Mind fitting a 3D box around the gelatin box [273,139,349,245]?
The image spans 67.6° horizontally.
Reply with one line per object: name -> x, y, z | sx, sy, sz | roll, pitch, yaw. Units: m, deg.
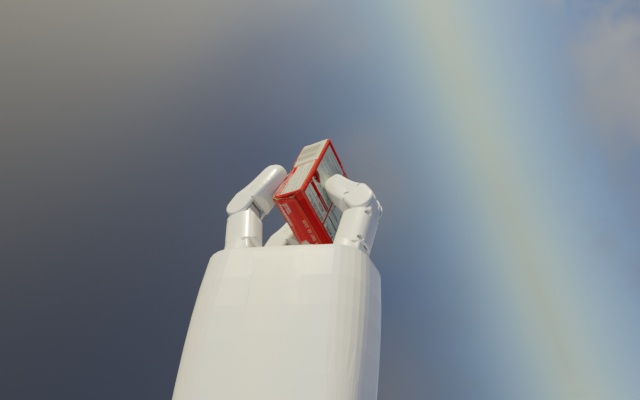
gelatin box -> 0.001, 0.001, 0.406 | 0.030, 0.073, 0.089 | -15, 28, 26
